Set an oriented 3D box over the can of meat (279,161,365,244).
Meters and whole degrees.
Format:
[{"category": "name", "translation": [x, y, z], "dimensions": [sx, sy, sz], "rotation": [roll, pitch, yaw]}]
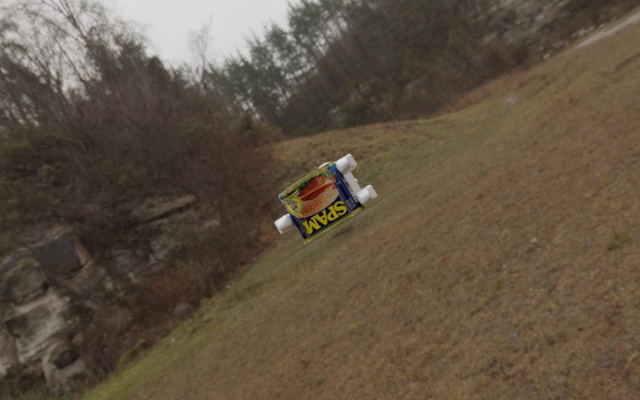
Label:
[{"category": "can of meat", "translation": [0.000, 0.002, 0.702], "dimensions": [0.102, 0.084, 0.057], "rotation": [-31, -1, 16]}]
